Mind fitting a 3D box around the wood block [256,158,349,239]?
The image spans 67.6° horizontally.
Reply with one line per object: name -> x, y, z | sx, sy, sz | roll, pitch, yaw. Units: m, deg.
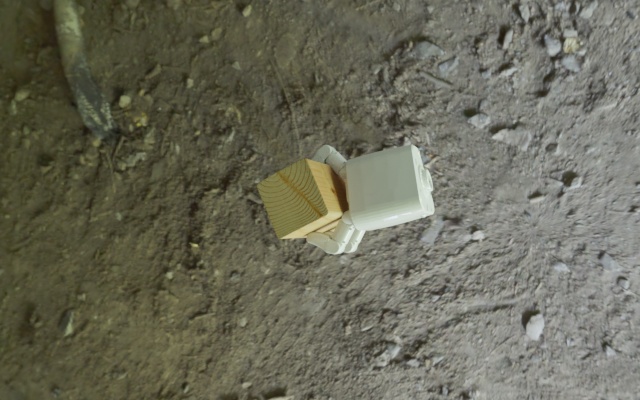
wood block -> 0.000, 0.002, 0.765 | 0.090, 0.091, 0.206 | -27, -14, 20
